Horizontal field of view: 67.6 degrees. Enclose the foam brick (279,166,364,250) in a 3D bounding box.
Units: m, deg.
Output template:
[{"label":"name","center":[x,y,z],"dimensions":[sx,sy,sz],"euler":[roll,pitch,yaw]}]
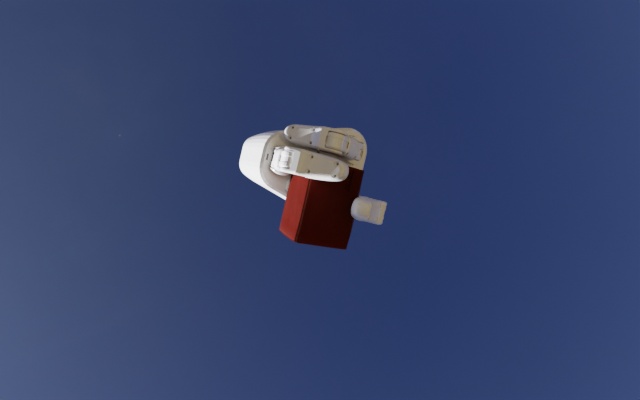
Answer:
[{"label":"foam brick","center":[0.000,0.002,0.449],"dimensions":[0.053,0.078,0.051],"euler":[13,1,-23]}]
